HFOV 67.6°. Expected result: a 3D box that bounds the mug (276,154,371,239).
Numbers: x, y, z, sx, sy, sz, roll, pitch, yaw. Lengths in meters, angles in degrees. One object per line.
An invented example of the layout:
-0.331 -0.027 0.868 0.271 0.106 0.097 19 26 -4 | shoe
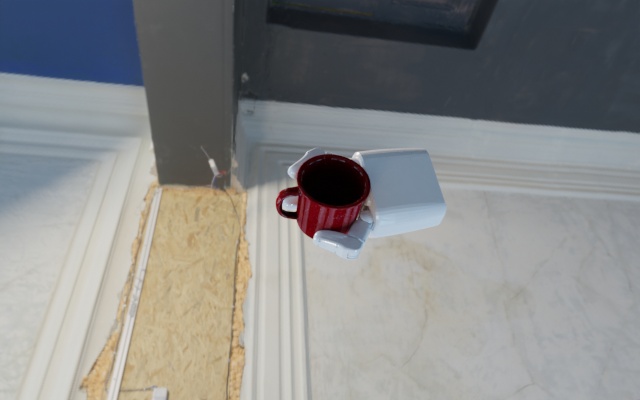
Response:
-0.001 0.002 0.617 0.117 0.093 0.082 -7 -39 -16 | mug
